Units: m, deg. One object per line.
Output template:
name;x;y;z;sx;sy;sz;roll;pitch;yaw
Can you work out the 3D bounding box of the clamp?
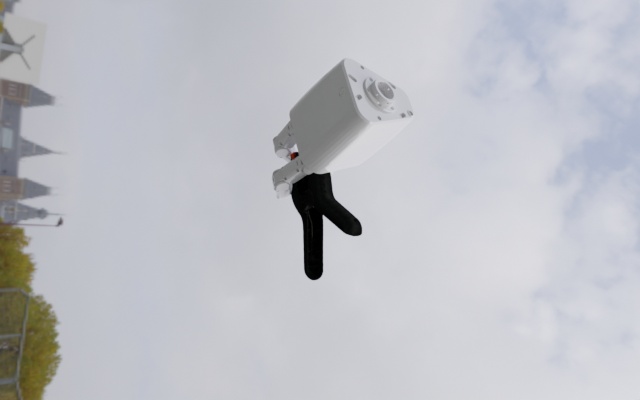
clamp;0.001;0.002;0.601;0.039;0.171;0.120;4;-28;-38
